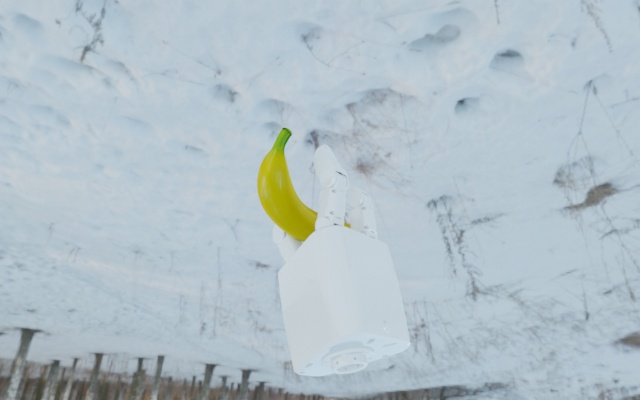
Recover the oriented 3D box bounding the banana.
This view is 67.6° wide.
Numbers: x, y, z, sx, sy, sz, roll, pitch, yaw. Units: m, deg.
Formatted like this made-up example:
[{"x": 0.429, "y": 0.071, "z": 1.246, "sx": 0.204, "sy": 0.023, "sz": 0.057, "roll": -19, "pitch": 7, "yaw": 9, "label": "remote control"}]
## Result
[{"x": -0.017, "y": 0.010, "z": 0.516, "sx": 0.069, "sy": 0.037, "sz": 0.198, "roll": -32, "pitch": -41, "yaw": 3, "label": "banana"}]
